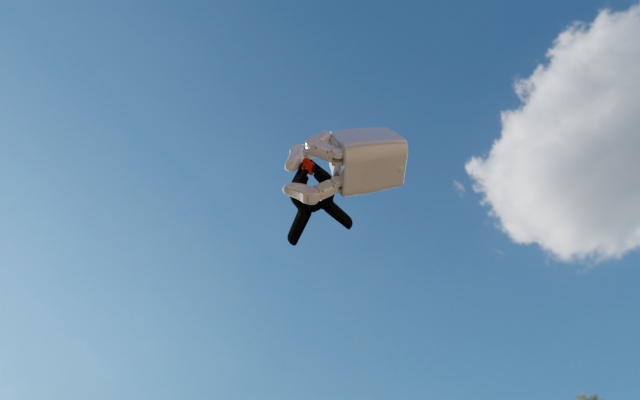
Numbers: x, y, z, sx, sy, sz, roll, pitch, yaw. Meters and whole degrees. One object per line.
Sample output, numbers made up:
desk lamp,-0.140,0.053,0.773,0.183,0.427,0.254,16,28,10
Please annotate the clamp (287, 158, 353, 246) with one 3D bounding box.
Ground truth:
clamp,0.000,0.002,0.820,0.120,0.172,0.039,-13,42,-17
